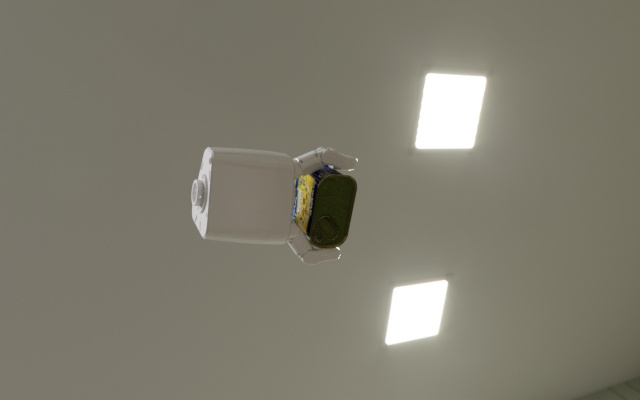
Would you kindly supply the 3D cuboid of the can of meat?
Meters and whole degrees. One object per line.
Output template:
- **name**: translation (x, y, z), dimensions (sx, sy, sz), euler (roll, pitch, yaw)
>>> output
- **can of meat**: translation (0.000, 0.002, 0.658), dimensions (0.057, 0.102, 0.084), euler (1, 19, -26)
